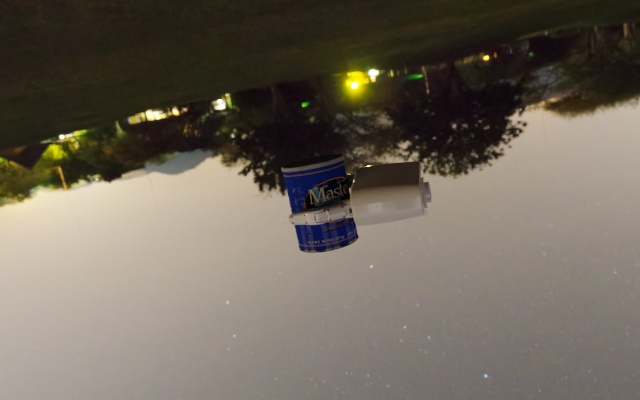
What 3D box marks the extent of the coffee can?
[{"bbox_3d":[0.000,0.002,0.785,0.103,0.140,0.103,-11,11,2],"label":"coffee can"}]
